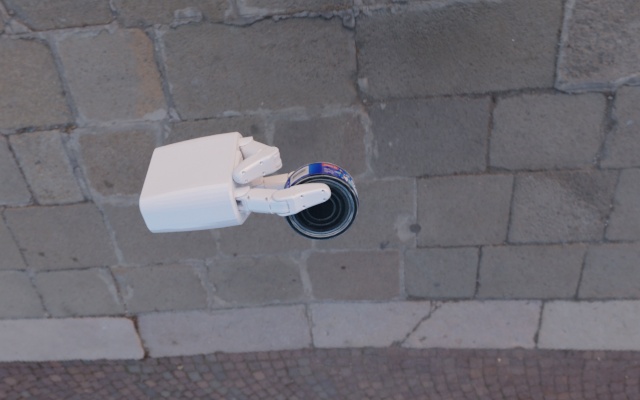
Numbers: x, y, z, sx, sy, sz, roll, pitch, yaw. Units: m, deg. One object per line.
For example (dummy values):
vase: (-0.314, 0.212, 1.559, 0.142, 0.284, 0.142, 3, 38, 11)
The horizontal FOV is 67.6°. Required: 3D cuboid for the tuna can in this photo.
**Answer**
tuna can: (0.000, 0.002, 0.537, 0.086, 0.086, 0.033, 0, 28, -1)
